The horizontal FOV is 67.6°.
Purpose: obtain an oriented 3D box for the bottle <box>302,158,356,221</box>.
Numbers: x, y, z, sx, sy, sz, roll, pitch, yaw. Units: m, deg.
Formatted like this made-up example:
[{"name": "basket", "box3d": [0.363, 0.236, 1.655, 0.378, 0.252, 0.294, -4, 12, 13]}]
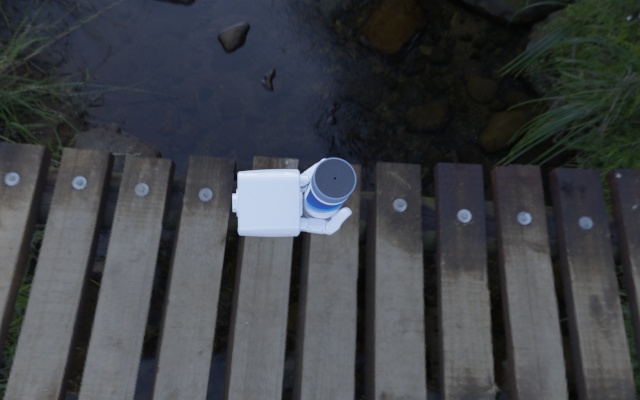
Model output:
[{"name": "bottle", "box3d": [0.000, 0.003, 0.858, 0.069, 0.069, 0.296, 0, -14, -9]}]
